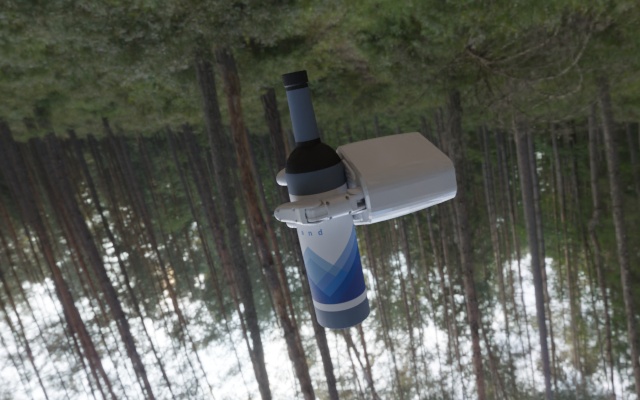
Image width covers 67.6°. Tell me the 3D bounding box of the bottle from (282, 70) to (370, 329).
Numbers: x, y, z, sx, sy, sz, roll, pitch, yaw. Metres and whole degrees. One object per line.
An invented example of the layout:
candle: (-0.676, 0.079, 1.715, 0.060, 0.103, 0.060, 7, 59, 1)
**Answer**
bottle: (0.000, 0.002, 0.550, 0.069, 0.296, 0.069, -11, 15, 3)
